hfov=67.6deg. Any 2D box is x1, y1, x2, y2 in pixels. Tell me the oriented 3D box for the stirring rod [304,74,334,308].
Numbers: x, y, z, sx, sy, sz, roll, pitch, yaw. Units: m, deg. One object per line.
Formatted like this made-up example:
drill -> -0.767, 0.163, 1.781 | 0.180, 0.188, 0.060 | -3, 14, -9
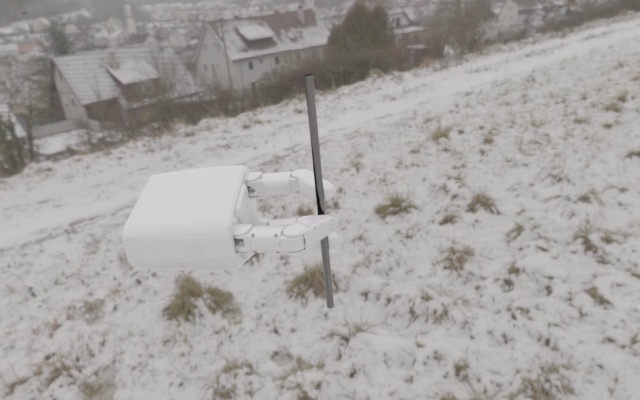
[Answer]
stirring rod -> 0.000, 0.002, 0.462 | 0.011, 0.240, 0.011 | -5, 22, 2
